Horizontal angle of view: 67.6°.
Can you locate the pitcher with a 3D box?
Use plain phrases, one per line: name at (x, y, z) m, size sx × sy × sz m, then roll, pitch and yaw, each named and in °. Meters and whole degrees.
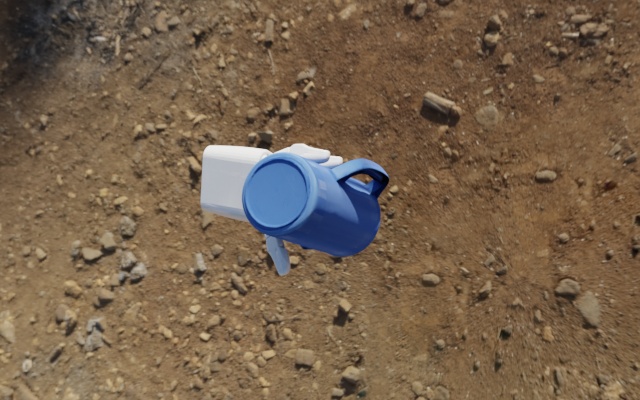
pitcher at (0.000, 0.002, 0.694) m, size 0.145 × 0.149 × 0.243 m, roll 8°, pitch -6°, yaw 24°
